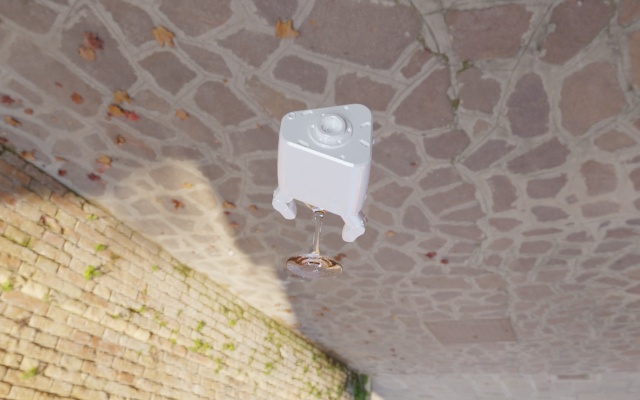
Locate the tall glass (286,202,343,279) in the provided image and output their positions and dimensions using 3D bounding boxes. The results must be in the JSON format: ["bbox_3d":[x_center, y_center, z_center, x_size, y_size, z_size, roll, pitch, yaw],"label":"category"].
[{"bbox_3d":[0.000,0.003,0.670,0.079,0.201,0.079,4,-31,3],"label":"tall glass"}]
